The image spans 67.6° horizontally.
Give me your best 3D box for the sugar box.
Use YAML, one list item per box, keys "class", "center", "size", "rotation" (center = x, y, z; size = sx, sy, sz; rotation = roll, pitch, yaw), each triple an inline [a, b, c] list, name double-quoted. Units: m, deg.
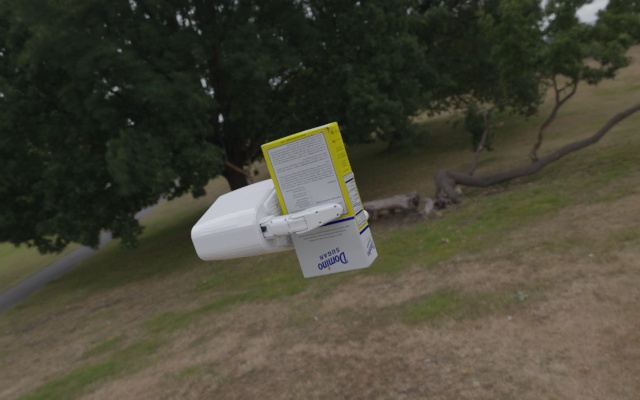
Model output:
- class: "sugar box"
  center: [0.000, 0.002, 0.589]
  size: [0.093, 0.176, 0.048]
  rotation: [-13, 11, 26]
